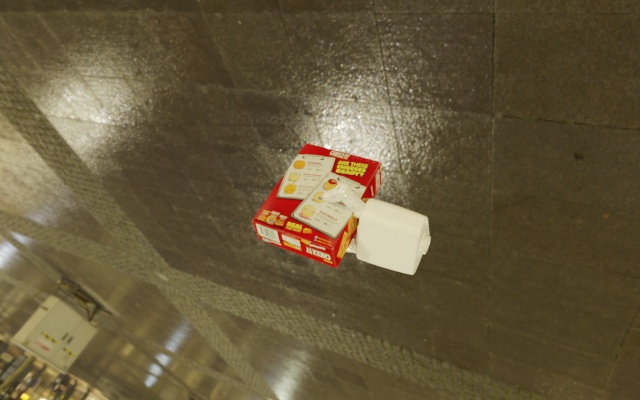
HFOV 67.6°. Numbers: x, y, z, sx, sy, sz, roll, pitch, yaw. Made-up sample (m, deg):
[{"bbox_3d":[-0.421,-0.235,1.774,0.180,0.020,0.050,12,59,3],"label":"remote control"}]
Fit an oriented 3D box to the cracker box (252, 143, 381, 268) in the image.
[{"bbox_3d":[0.000,0.003,0.892,0.164,0.213,0.072,17,-35,21],"label":"cracker box"}]
